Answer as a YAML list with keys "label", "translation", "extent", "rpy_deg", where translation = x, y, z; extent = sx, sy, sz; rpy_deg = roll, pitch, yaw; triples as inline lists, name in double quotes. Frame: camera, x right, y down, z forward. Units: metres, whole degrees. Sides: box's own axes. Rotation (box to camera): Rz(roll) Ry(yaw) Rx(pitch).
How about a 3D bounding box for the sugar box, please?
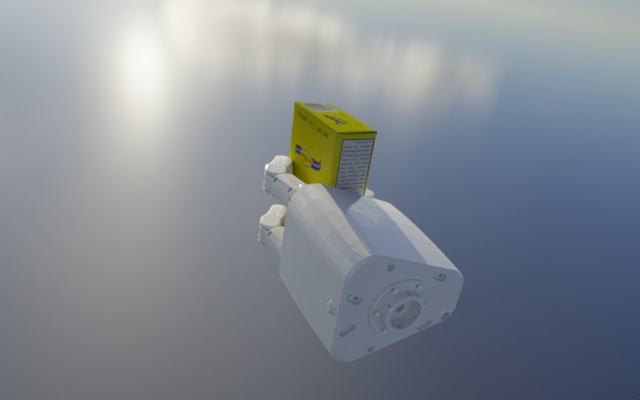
- label: "sugar box"
  translation: [0.000, 0.002, 0.464]
  extent: [0.048, 0.176, 0.093]
  rpy_deg: [-3, 28, -27]
